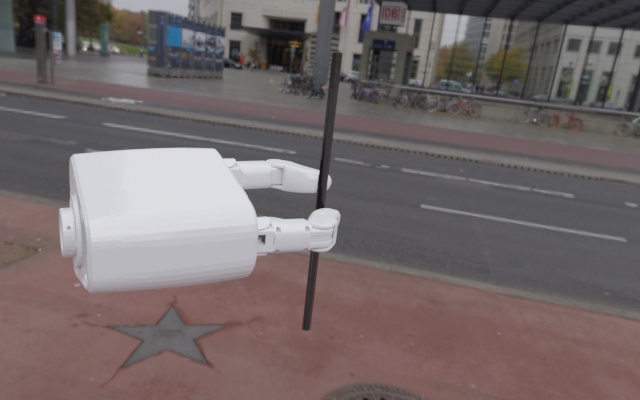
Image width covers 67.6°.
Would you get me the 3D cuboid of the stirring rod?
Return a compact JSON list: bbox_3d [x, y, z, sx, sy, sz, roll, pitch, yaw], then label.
[{"bbox_3d":[0.000,0.001,0.400,0.011,0.239,0.011,6,16,-2],"label":"stirring rod"}]
